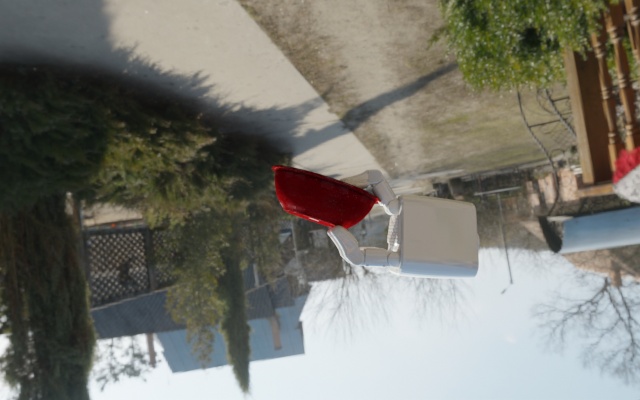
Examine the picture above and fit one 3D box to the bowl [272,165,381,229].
[{"bbox_3d":[-0.001,0.002,0.672,0.162,0.055,0.162,18,-5,2],"label":"bowl"}]
